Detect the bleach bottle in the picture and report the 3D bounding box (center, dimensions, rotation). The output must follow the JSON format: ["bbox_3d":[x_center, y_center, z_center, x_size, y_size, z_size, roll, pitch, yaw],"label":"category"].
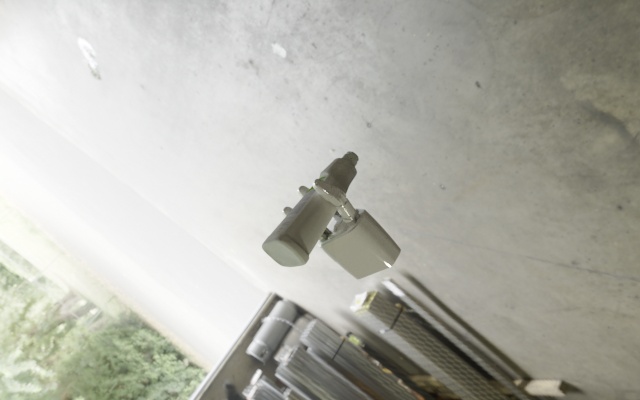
[{"bbox_3d":[0.000,0.003,0.855,0.068,0.250,0.102,45,-28,-15],"label":"bleach bottle"}]
